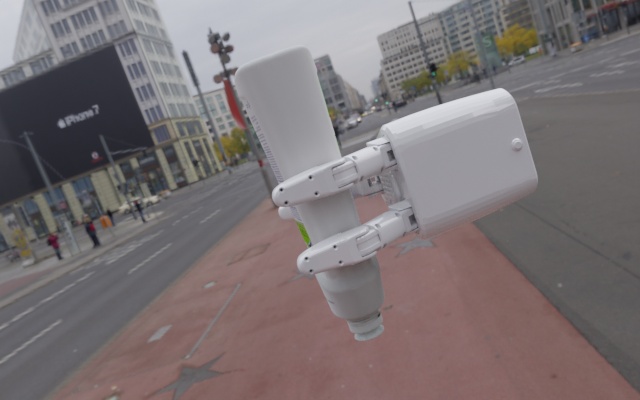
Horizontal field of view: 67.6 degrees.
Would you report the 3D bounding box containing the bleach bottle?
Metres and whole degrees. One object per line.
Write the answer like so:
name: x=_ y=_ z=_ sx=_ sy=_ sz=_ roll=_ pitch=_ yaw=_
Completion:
bleach bottle: x=0.000 y=0.001 z=0.418 sx=0.068 sy=0.251 sz=0.102 roll=-21 pitch=9 yaw=-4
